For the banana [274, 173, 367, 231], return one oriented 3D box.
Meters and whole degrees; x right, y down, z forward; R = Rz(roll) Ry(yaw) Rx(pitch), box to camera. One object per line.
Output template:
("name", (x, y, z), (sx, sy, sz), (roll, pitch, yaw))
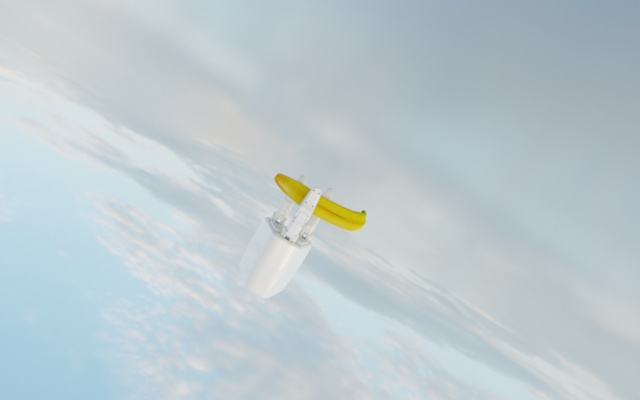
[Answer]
("banana", (0.009, 0.011, 0.815), (0.198, 0.037, 0.069), (25, 13, -29))
